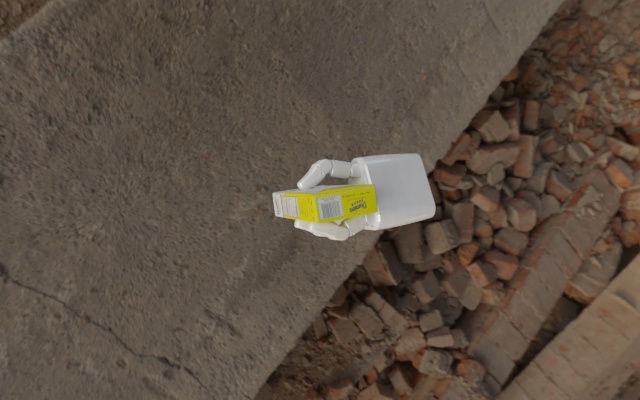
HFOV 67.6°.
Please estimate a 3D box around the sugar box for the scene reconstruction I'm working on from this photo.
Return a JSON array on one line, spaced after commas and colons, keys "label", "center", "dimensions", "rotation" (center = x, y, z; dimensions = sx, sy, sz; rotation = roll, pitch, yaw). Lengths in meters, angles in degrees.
[{"label": "sugar box", "center": [0.000, 0.003, 0.705], "dimensions": [0.093, 0.048, 0.176], "rotation": [-9, 2, -22]}]
